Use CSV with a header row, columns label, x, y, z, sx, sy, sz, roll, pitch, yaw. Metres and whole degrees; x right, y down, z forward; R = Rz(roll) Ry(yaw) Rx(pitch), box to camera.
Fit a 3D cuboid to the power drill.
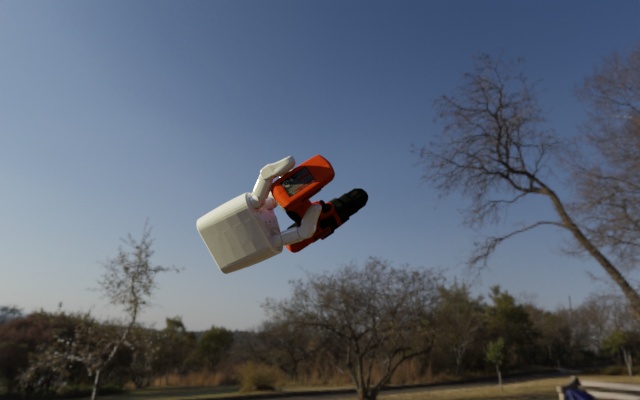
label,x,y,z,sx,sy,sz,roll,pitch,yaw
power drill,0.000,0.003,0.841,0.184,0.057,0.188,-35,-31,-9
